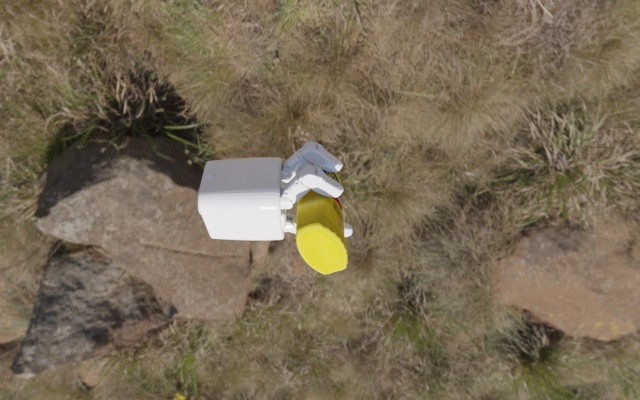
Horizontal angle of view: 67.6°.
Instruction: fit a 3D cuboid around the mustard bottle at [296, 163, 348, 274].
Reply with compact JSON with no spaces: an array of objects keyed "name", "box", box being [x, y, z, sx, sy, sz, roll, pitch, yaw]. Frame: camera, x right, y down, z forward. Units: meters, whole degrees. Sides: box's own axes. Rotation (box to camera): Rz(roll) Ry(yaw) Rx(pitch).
[{"name":"mustard bottle","box":[0.000,0.002,0.670,0.058,0.096,0.191,-19,40,15]}]
